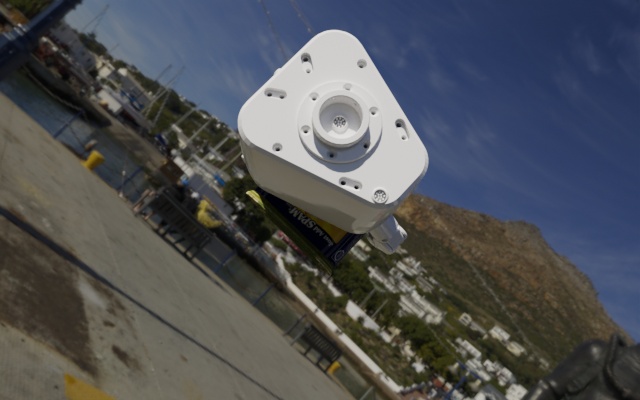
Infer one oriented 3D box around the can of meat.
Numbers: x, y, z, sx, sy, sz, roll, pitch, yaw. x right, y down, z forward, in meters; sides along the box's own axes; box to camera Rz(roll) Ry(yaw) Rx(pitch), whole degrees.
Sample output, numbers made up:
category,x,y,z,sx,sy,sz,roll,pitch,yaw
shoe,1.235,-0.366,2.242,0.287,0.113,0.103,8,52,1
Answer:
category,x,y,z,sx,sy,sz,roll,pitch,yaw
can of meat,0.000,0.001,0.427,0.102,0.084,0.057,43,-8,9
